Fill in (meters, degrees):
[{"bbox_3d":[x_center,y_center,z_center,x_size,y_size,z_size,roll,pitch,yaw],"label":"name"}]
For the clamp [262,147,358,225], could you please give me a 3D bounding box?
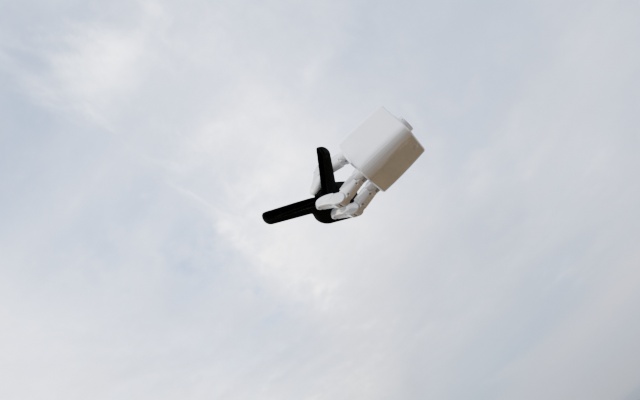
[{"bbox_3d":[0.000,0.002,0.864,0.210,0.164,0.036,32,17,-53],"label":"clamp"}]
